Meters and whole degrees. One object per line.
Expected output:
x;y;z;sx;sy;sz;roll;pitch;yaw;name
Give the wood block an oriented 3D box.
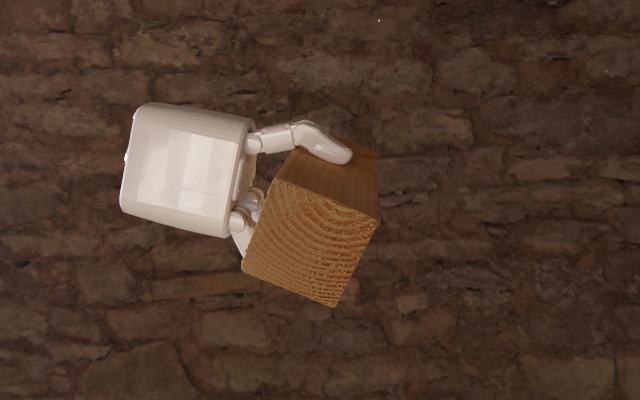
0.000;0.001;0.478;0.090;0.091;0.206;22;21;-2;wood block
